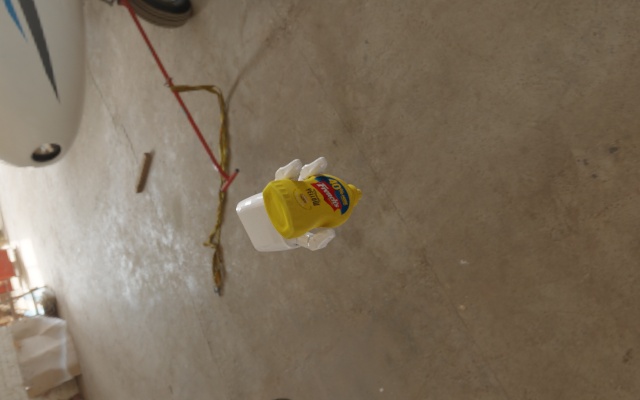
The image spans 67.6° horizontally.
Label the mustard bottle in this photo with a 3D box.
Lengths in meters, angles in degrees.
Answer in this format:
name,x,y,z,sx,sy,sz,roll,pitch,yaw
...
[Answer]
name,x,y,z,sx,sy,sz,roll,pitch,yaw
mustard bottle,0.000,0.003,0.816,0.191,0.096,0.058,-11,-26,-41
